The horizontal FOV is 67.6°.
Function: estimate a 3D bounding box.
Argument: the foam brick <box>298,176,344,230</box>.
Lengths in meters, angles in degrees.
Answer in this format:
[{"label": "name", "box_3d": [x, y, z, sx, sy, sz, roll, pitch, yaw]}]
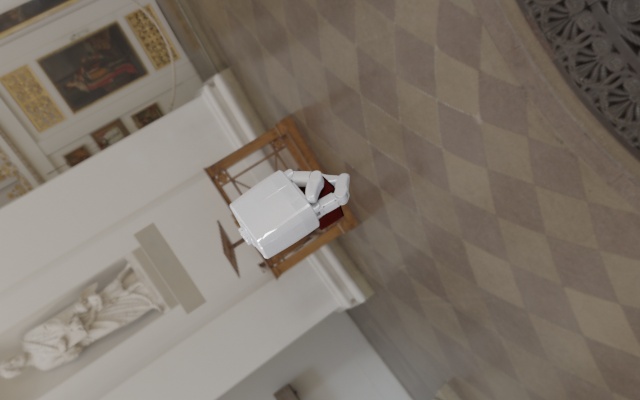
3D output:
[{"label": "foam brick", "box_3d": [0.000, 0.003, 0.842, 0.051, 0.078, 0.053, -34, 49, -13]}]
